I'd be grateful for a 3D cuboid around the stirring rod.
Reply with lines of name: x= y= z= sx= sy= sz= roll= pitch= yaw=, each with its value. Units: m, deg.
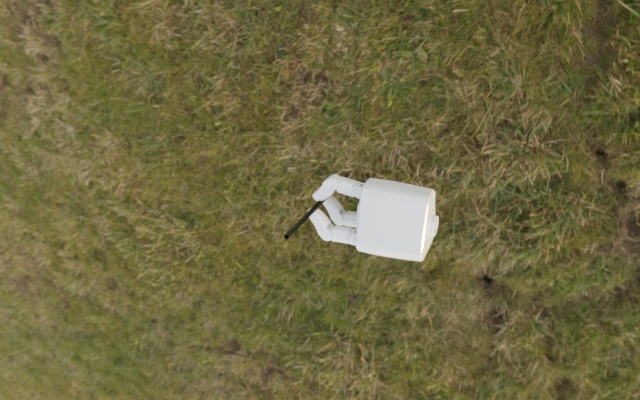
stirring rod: x=0.000 y=0.003 z=0.794 sx=0.011 sy=0.011 sz=0.239 roll=0 pitch=25 yaw=27
